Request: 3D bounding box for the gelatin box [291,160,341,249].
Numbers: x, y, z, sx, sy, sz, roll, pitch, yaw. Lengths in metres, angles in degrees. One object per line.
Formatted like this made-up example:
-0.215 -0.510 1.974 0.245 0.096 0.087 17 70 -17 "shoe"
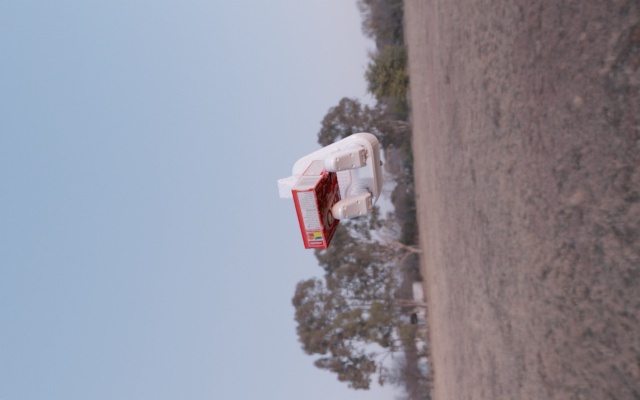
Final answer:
0.000 0.002 0.539 0.030 0.073 0.089 -3 25 18 "gelatin box"
